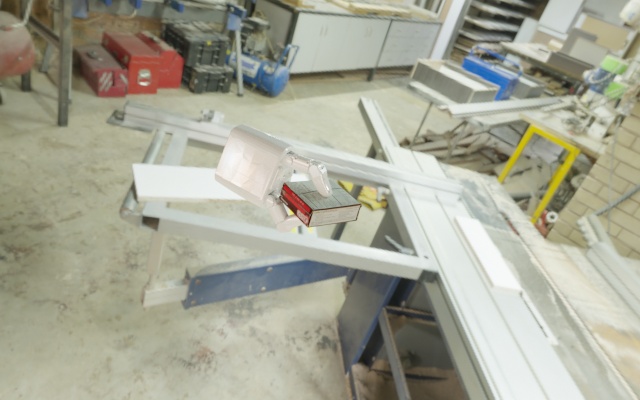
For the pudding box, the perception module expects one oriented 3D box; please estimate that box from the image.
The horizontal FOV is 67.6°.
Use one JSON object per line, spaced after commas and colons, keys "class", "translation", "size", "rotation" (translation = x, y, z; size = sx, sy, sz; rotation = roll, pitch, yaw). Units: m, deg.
{"class": "pudding box", "translation": [0.000, 0.002, 0.811], "size": [0.113, 0.039, 0.090], "rotation": [-8, 38, -38]}
